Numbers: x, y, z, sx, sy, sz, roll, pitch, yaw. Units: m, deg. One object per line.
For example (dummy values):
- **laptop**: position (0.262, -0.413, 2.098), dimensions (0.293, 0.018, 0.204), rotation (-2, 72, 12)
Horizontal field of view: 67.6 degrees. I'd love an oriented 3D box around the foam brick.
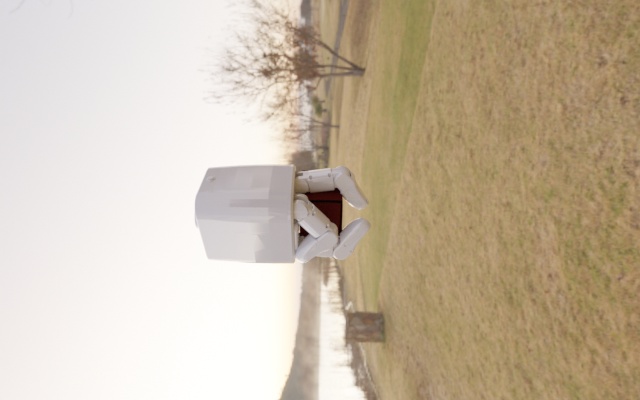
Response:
- **foam brick**: position (0.000, 0.002, 0.596), dimensions (0.051, 0.053, 0.078), rotation (0, 31, -1)
